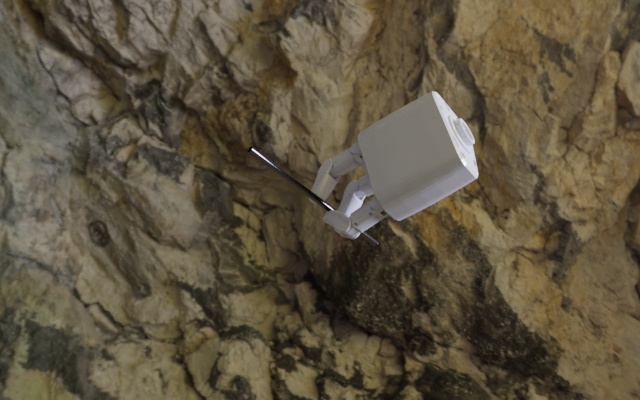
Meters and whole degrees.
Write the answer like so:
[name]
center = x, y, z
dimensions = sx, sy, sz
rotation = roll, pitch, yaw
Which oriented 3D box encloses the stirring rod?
[stirring rod]
center = 0.000, 0.002, 0.596
dimensions = 0.011, 0.011, 0.240
rotation = 0, -29, 47
